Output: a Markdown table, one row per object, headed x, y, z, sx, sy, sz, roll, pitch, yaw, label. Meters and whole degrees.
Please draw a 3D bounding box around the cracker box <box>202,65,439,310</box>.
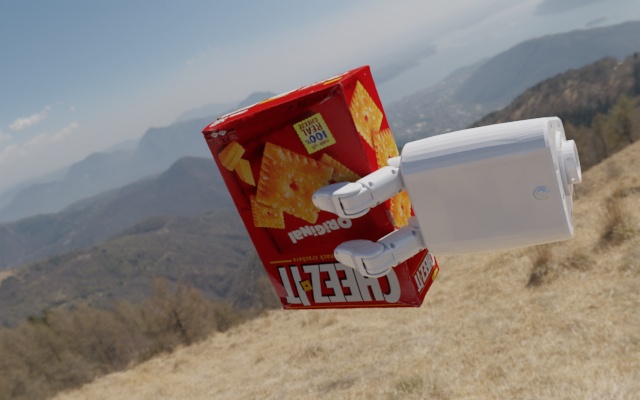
| x | y | z | sx | sy | sz | roll | pitch | yaw | label |
| --- | --- | --- | --- | --- | --- | --- | --- | --- | --- |
| 0.000 | 0.001 | 0.460 | 0.164 | 0.214 | 0.072 | -10 | 21 | 34 | cracker box |
